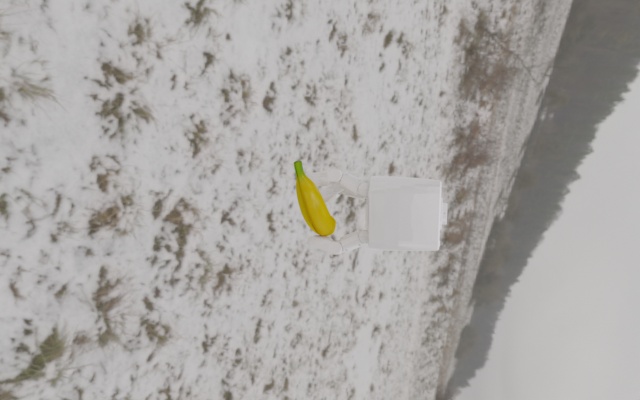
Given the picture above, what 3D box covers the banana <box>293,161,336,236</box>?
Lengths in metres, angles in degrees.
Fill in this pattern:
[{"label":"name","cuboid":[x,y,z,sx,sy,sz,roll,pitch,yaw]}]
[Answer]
[{"label":"banana","cuboid":[-0.002,0.017,0.740,0.037,0.069,0.198,-3,-29,12]}]
